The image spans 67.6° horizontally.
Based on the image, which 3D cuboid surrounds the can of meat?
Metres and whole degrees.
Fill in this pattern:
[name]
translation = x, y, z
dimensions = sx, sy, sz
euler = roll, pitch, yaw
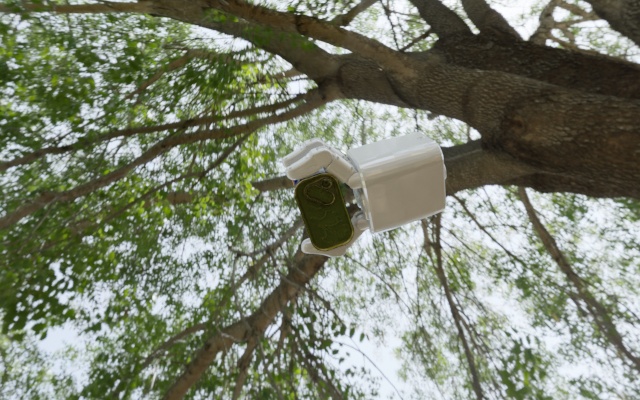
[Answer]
[can of meat]
translation = 0.000, 0.002, 0.630
dimensions = 0.057, 0.102, 0.084
euler = -20, 22, 0
